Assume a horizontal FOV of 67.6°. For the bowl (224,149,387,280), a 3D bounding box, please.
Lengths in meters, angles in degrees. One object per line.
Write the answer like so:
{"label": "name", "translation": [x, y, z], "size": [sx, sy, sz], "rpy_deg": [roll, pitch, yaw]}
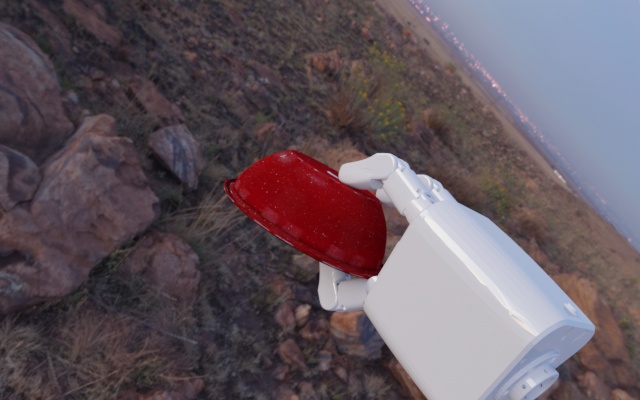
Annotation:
{"label": "bowl", "translation": [-0.001, 0.000, 0.418], "size": [0.162, 0.055, 0.162], "rpy_deg": [29, 8, -5]}
